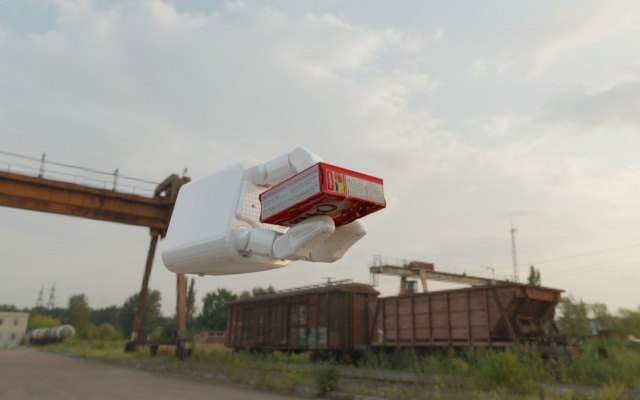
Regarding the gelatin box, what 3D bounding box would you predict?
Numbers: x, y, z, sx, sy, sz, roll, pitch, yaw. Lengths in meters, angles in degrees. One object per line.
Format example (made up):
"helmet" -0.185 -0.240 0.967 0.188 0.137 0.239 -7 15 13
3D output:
"gelatin box" 0.000 0.001 0.415 0.073 0.030 0.089 13 -26 -39
